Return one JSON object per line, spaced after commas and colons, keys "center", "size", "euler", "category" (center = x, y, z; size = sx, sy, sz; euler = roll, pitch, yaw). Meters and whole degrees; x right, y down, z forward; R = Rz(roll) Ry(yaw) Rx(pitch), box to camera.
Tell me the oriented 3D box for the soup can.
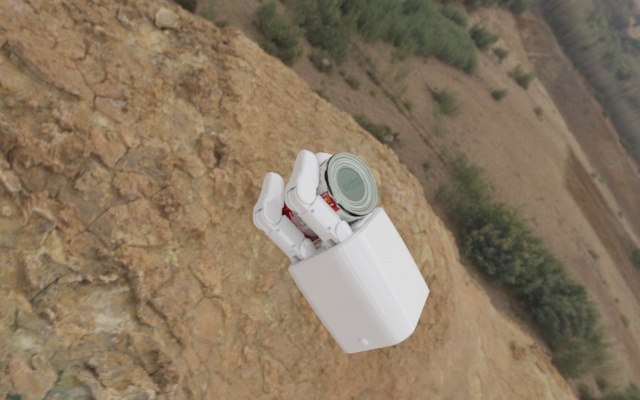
{"center": [0.000, 0.001, 0.486], "size": [0.068, 0.068, 0.102], "euler": [0, -21, -42], "category": "soup can"}
